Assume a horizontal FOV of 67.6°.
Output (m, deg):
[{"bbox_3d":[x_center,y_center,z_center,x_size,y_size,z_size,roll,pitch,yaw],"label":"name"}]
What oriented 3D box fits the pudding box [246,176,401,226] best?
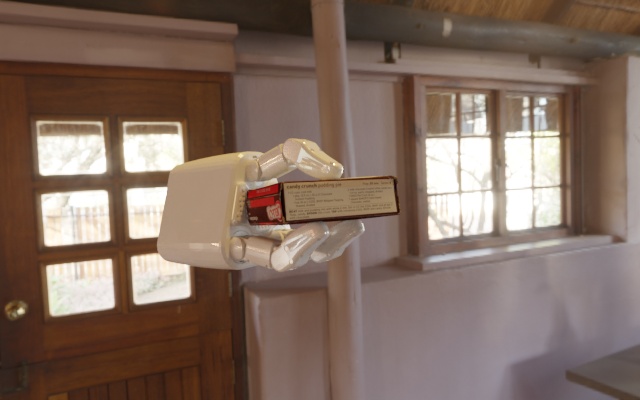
[{"bbox_3d":[0.000,0.001,0.430,0.113,0.039,0.090,-6,0,-26],"label":"pudding box"}]
